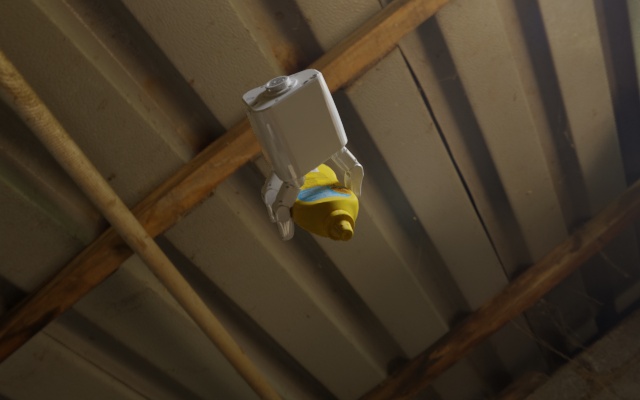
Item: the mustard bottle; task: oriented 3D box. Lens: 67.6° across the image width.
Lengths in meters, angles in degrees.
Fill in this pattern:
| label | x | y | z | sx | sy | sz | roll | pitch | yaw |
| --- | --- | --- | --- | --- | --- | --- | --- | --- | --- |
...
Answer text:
| label | x | y | z | sx | sy | sz | roll | pitch | yaw |
| --- | --- | --- | --- | --- | --- | --- | --- | --- | --- |
| mustard bottle | 0.000 | 0.002 | 0.683 | 0.096 | 0.058 | 0.191 | -6 | 28 | -20 |
